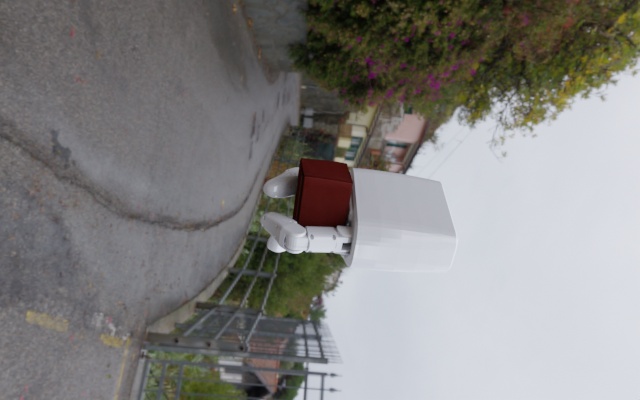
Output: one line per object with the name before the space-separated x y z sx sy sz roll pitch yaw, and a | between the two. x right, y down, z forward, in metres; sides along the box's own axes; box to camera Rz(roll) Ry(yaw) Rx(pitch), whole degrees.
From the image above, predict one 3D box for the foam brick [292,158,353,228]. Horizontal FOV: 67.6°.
foam brick | 0.000 0.001 0.496 0.051 0.078 0.053 6 26 -6
